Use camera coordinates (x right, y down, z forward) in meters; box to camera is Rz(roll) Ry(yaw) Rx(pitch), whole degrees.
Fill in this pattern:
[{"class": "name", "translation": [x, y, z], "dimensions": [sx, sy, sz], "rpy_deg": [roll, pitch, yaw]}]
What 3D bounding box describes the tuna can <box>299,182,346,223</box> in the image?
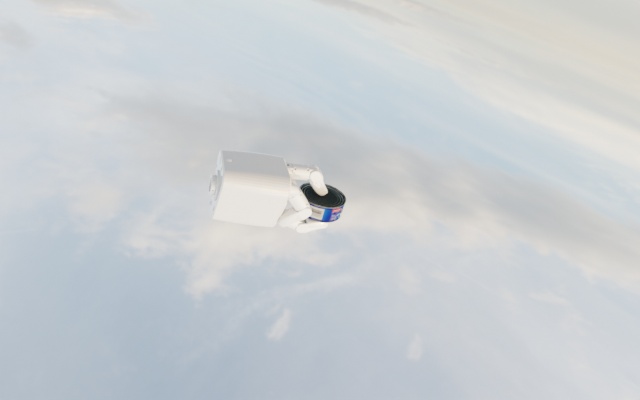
[{"class": "tuna can", "translation": [0.000, 0.003, 0.847], "dimensions": [0.086, 0.034, 0.086], "rpy_deg": [12, 29, -7]}]
